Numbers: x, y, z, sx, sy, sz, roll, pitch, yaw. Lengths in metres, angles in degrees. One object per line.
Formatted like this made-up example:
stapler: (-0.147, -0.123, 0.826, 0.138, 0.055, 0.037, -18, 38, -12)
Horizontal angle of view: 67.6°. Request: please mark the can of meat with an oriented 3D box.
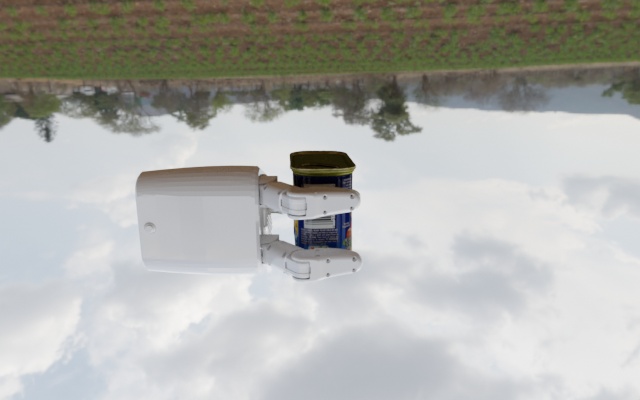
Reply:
can of meat: (0.000, 0.002, 0.451, 0.057, 0.084, 0.102, -1, 14, -4)
